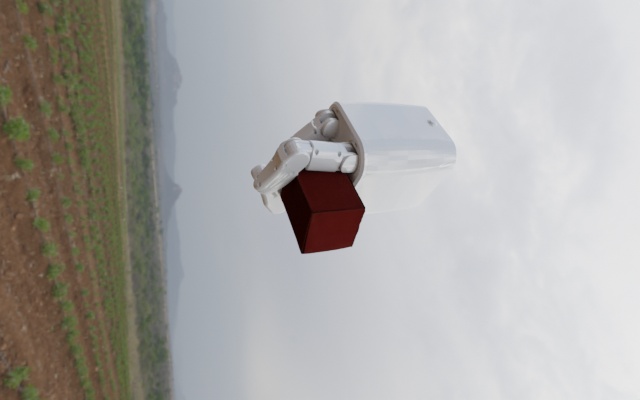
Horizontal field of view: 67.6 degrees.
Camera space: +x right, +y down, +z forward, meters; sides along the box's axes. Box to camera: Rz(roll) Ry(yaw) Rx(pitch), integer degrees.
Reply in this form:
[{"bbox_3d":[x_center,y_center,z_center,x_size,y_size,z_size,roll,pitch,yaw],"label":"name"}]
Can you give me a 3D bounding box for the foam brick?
[{"bbox_3d":[0.000,0.002,0.438,0.051,0.053,0.078,-3,45,-21],"label":"foam brick"}]
